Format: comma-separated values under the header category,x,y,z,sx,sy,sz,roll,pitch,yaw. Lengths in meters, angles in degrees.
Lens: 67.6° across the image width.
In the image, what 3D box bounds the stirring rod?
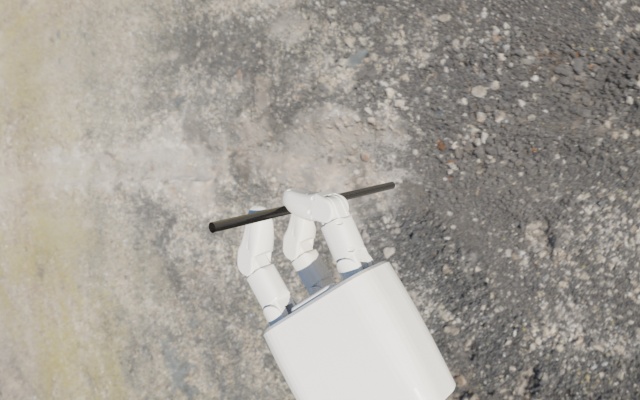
category,x,y,z,sx,sy,sz,roll,pitch,yaw
stirring rod,0.000,0.001,0.434,0.011,0.011,0.239,0,9,41
